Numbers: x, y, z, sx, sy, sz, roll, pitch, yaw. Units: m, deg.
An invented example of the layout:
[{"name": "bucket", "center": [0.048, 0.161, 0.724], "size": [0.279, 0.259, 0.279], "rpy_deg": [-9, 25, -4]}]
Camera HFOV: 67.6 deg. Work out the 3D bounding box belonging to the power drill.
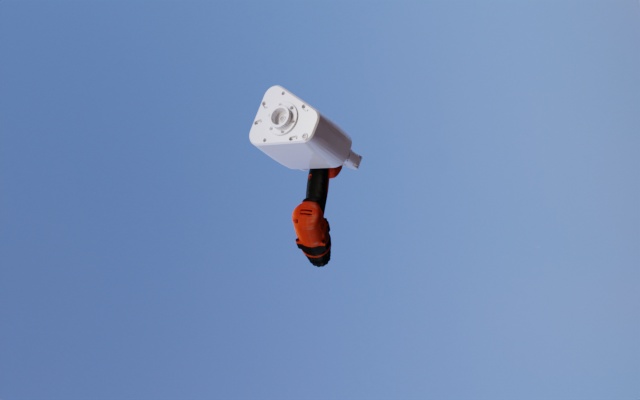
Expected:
[{"name": "power drill", "center": [0.000, 0.002, 0.799], "size": [0.057, 0.187, 0.184], "rpy_deg": [3, -28, 7]}]
